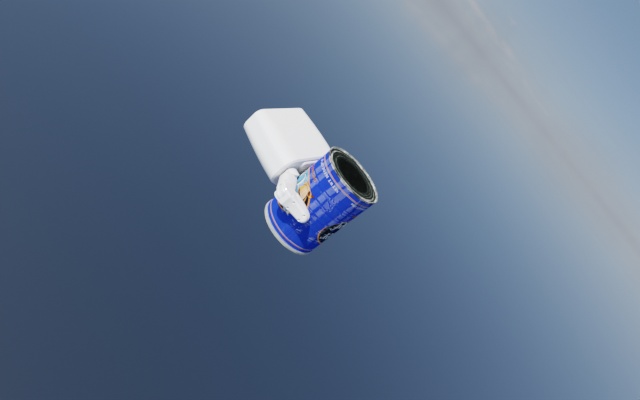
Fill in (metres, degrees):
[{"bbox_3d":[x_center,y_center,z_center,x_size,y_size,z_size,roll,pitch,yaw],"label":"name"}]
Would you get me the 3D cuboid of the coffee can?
[{"bbox_3d":[0.000,0.003,0.718,0.140,0.102,0.103,-39,-19,24],"label":"coffee can"}]
